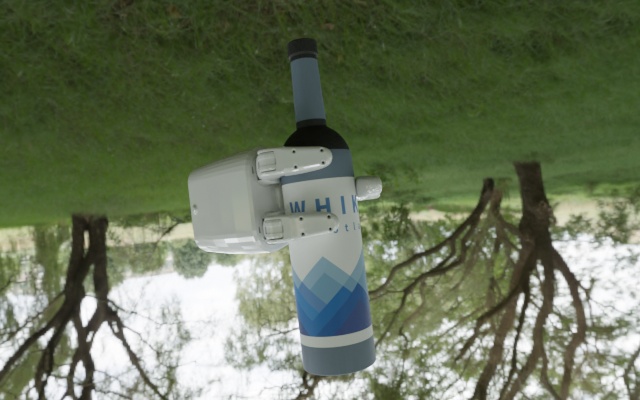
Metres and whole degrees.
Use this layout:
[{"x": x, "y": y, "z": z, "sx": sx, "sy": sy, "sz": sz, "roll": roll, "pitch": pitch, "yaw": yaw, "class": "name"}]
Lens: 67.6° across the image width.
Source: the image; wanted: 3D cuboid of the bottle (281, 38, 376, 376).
[{"x": 0.000, "y": 0.002, "z": 0.436, "sx": 0.069, "sy": 0.295, "sz": 0.069, "roll": -7, "pitch": -1, "yaw": 0, "class": "bottle"}]
